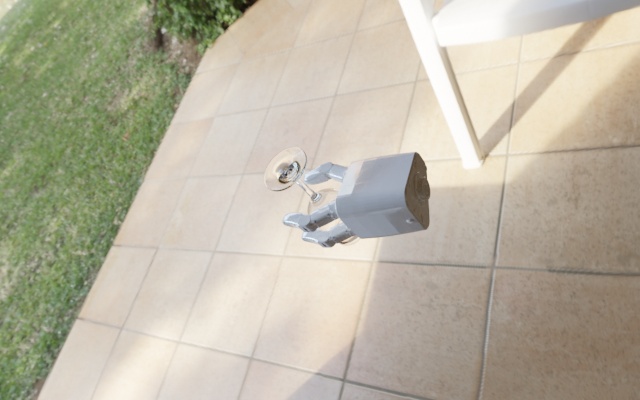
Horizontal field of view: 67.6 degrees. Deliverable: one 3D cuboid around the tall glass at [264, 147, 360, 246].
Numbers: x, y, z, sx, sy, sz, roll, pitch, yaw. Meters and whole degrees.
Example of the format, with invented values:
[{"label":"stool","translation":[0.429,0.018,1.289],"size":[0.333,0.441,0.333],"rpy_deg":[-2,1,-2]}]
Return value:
[{"label":"tall glass","translation":[0.000,0.002,0.752],"size":[0.079,0.079,0.201],"rpy_deg":[0,-29,35]}]
